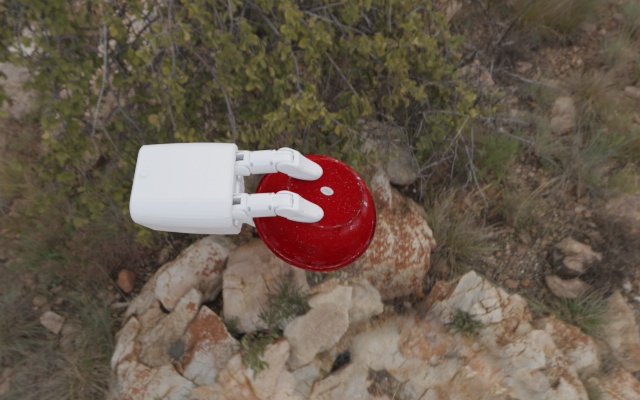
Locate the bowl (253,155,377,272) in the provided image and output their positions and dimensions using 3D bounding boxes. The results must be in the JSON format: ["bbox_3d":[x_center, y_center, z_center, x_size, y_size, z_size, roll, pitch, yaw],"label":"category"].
[{"bbox_3d":[0.001,0.002,0.583,0.162,0.162,0.055,0,-26,-15],"label":"bowl"}]
